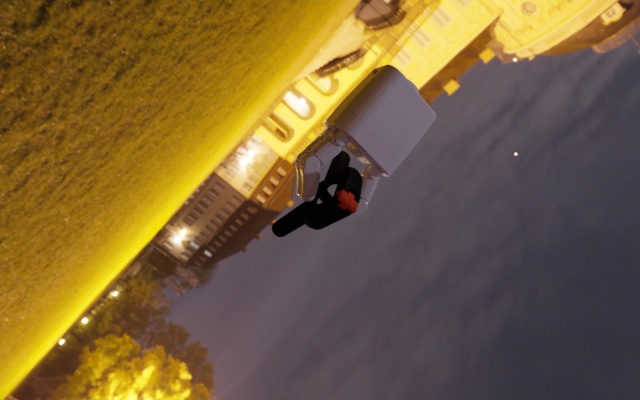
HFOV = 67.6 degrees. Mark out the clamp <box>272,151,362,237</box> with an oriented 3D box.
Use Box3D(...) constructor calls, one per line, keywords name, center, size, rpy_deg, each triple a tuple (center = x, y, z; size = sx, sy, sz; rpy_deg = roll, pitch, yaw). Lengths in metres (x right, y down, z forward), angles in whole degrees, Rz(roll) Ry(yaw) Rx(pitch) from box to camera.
Box3D(name="clamp", center=(0.001, 0.003, 0.641), size=(0.036, 0.164, 0.210), rpy_deg=(42, 0, -13))
